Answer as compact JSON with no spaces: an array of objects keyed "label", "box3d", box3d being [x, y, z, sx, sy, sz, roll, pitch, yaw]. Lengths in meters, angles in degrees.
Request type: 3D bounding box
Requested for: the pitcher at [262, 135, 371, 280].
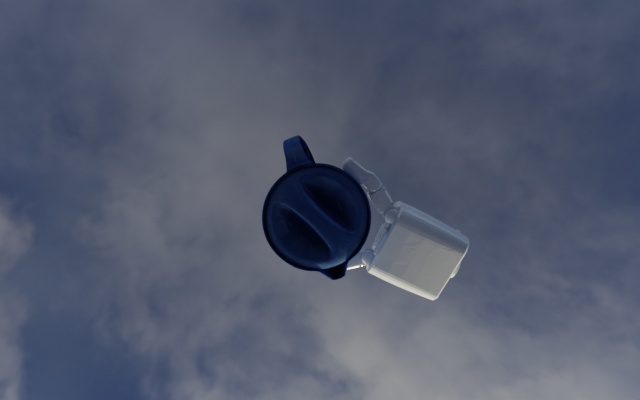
[{"label":"pitcher","box3d":[0.000,0.002,0.689,0.145,0.149,0.243,24,6,2]}]
